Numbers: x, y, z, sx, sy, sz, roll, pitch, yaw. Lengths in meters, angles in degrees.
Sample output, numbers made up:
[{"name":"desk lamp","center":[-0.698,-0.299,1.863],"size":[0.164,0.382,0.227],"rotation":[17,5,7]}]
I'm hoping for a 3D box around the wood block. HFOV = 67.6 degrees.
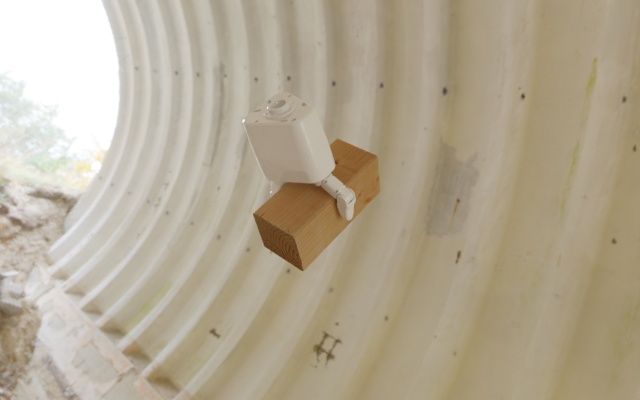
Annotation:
[{"name":"wood block","center":[0.000,0.002,0.783],"size":[0.091,0.090,0.206],"rotation":[28,58,31]}]
